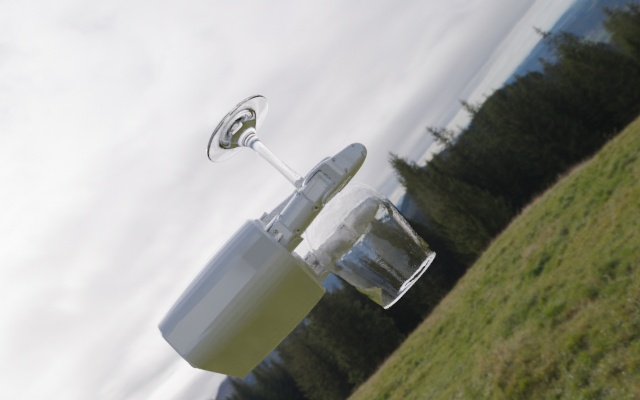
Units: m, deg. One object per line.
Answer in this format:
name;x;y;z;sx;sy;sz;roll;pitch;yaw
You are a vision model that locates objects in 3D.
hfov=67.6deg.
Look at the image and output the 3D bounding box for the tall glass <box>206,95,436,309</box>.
tall glass;0.000;0.001;0.405;0.201;0.079;0.079;41;9;10
